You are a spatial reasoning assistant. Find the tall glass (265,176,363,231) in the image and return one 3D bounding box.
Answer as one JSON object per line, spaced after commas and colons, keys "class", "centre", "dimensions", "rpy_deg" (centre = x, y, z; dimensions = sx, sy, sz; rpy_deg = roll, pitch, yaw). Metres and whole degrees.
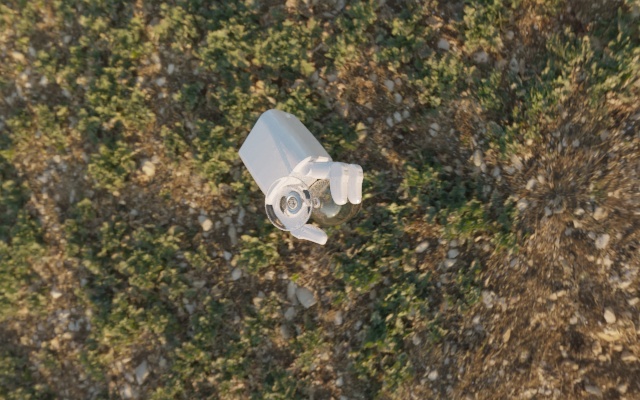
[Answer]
{"class": "tall glass", "centre": [0.000, 0.003, 0.731], "dimensions": [0.079, 0.079, 0.201], "rpy_deg": [0, 0, 26]}
